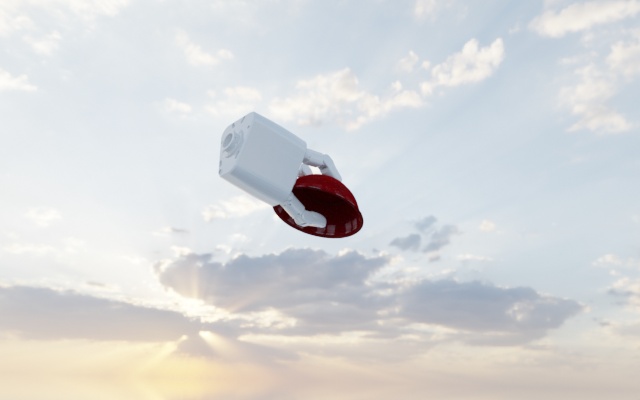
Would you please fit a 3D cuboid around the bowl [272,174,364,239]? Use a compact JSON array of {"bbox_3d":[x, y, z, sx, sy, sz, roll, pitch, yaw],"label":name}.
[{"bbox_3d":[0.001,0.003,0.826,0.162,0.055,0.162,12,-32,7],"label":"bowl"}]
